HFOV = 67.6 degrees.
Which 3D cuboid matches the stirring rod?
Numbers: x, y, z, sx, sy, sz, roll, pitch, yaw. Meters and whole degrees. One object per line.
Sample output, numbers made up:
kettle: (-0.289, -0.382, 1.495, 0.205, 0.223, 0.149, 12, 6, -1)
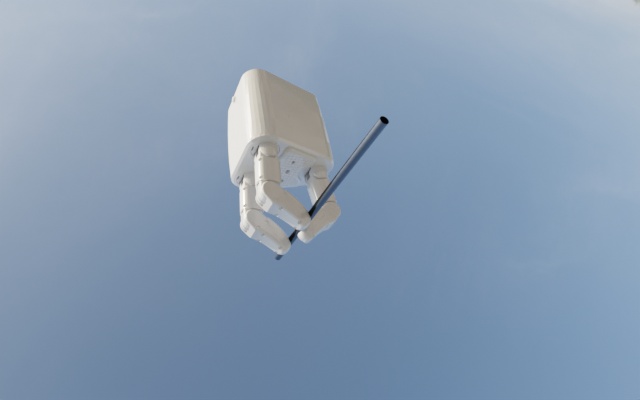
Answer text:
stirring rod: (0.000, 0.001, 0.457, 0.011, 0.011, 0.240, 0, -32, -29)
